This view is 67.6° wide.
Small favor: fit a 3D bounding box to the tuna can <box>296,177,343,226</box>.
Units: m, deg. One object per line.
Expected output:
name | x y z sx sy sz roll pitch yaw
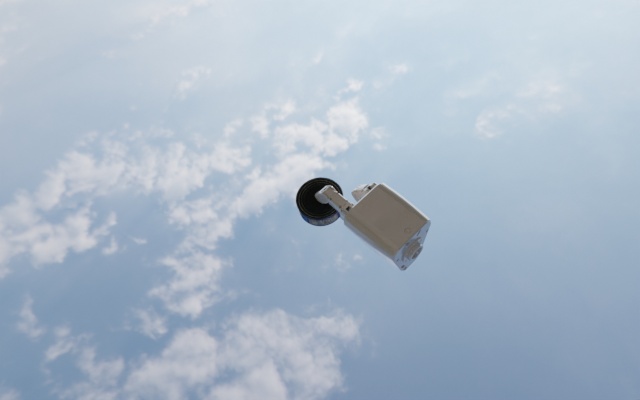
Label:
tuna can | 0.000 0.003 0.862 0.086 0.086 0.034 0 -29 8
